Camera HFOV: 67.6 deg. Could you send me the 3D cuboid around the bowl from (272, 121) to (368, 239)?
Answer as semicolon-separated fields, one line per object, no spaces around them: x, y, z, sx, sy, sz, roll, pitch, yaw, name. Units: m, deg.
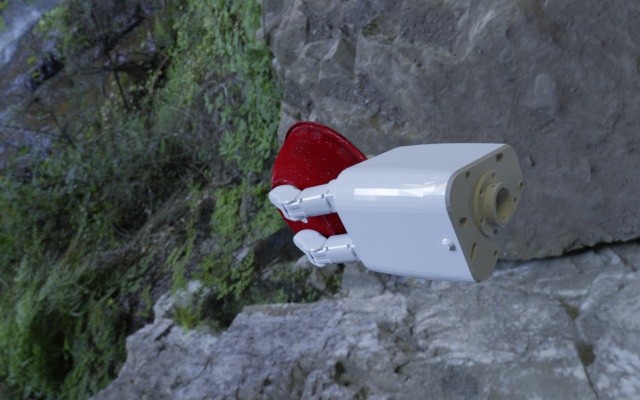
-0.001;0.002;0.493;0.055;0.162;0.162;-39;19;-25;bowl
